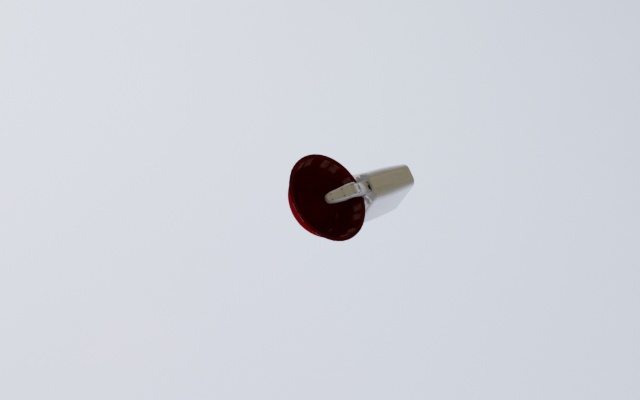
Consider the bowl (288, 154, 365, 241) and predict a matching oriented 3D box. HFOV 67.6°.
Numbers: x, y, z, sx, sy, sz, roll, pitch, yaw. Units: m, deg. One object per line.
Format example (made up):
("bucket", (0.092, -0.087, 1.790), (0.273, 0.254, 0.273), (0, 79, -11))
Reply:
("bowl", (-0.001, 0.003, 0.830), (0.162, 0.162, 0.055), (0, -23, -40))
